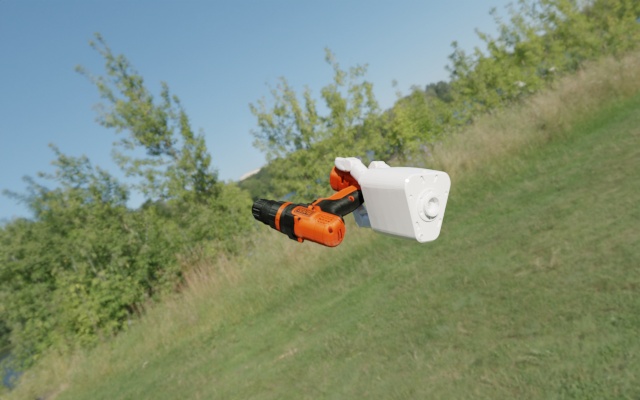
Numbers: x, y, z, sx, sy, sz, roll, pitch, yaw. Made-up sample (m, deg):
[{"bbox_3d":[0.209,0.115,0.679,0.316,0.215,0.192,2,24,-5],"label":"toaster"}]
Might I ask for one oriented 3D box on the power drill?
[{"bbox_3d":[0.001,0.002,0.812,0.184,0.057,0.187,18,40,36],"label":"power drill"}]
